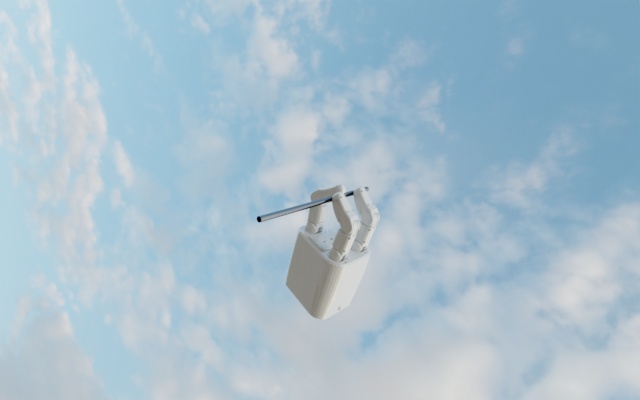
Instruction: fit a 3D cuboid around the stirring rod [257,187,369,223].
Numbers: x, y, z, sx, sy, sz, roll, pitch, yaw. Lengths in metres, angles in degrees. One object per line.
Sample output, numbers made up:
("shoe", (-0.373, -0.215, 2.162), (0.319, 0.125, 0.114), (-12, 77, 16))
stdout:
("stirring rod", (0.000, 0.002, 0.660), (0.011, 0.011, 0.239), (0, 10, 38))
